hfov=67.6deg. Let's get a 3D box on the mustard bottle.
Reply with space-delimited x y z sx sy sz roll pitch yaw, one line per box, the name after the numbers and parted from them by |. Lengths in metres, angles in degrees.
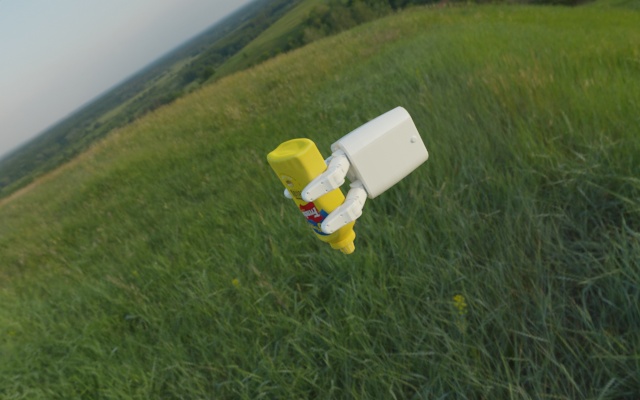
0.000 0.002 0.702 0.058 0.192 0.096 -43 26 -25 | mustard bottle
